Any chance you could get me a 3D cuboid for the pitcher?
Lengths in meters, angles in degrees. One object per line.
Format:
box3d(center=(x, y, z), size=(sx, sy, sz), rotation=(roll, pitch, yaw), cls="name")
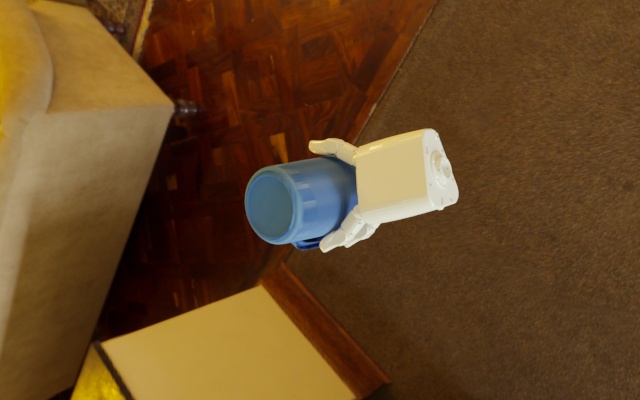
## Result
box3d(center=(0.000, 0.002, 0.740), size=(0.145, 0.149, 0.243), rotation=(-13, -1, 38), cls="pitcher")
